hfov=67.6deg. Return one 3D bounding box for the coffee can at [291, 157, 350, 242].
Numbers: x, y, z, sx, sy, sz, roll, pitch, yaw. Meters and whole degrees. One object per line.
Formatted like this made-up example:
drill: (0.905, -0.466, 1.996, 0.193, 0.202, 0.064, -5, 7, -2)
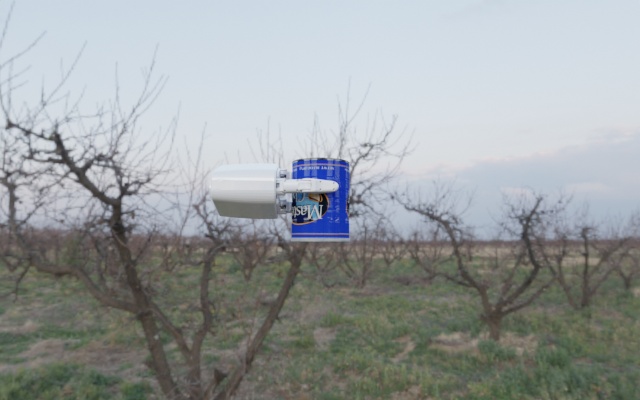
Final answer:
coffee can: (0.000, 0.003, 0.834, 0.103, 0.140, 0.103, 0, -5, 0)
